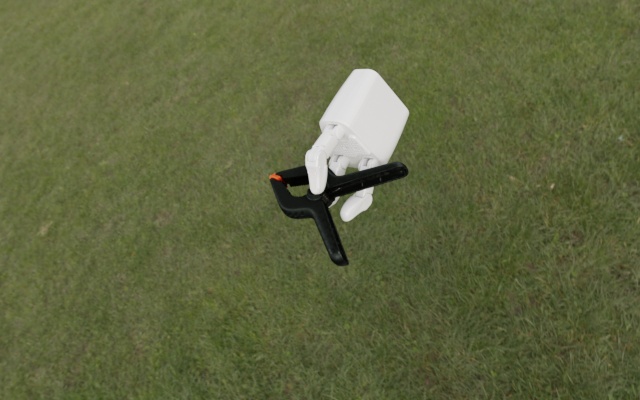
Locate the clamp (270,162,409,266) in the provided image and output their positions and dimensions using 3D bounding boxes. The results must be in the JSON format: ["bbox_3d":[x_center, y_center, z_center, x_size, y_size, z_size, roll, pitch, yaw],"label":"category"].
[{"bbox_3d":[-0.001,0.001,0.670,0.210,0.164,0.036,11,-30,38],"label":"clamp"}]
